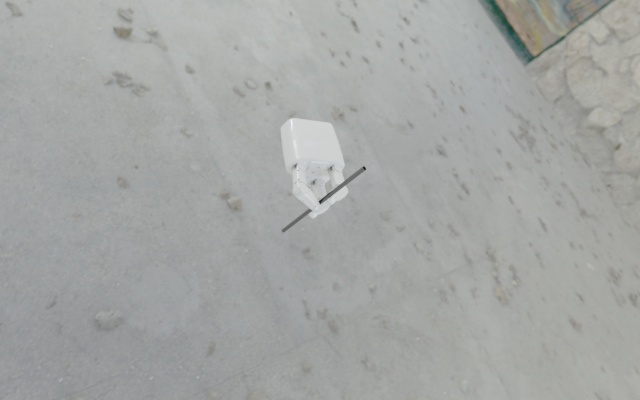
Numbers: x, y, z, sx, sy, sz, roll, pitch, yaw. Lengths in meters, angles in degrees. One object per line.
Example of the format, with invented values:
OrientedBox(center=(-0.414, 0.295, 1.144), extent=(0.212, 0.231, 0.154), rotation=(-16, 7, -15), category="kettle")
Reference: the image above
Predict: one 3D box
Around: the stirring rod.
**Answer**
OrientedBox(center=(0.000, 0.003, 0.897), extent=(0.011, 0.011, 0.240), rotation=(0, -29, -46), category="stirring rod")
